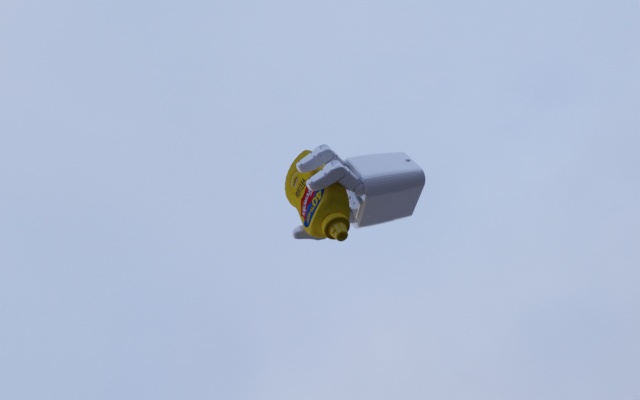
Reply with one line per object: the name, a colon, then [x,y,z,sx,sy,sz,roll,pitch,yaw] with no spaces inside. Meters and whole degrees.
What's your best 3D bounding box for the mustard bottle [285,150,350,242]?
mustard bottle: [0.000,0.002,0.746,0.058,0.096,0.191,13,25,-29]
